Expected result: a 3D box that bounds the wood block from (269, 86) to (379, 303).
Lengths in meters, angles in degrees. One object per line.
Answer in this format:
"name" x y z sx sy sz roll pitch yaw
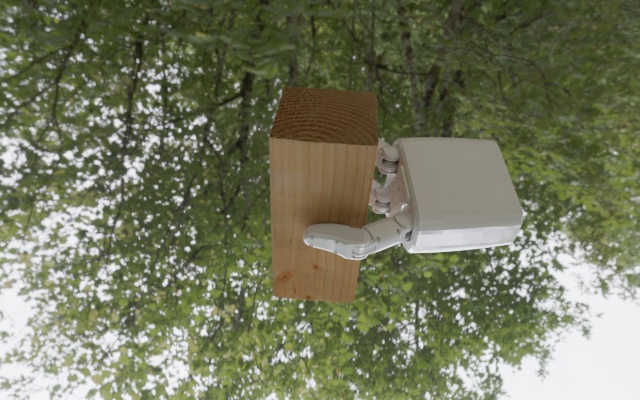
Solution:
"wood block" 0.000 0.002 0.480 0.090 0.206 0.090 5 41 1
